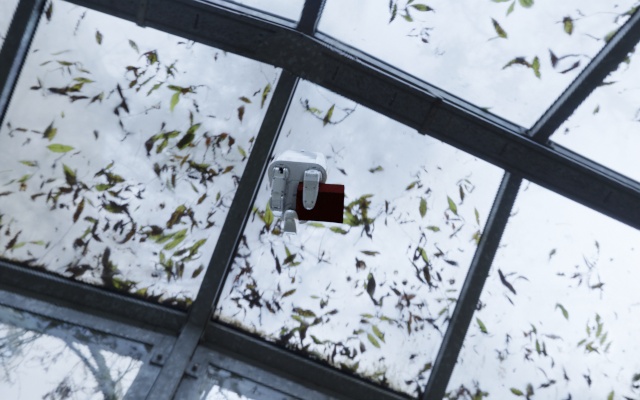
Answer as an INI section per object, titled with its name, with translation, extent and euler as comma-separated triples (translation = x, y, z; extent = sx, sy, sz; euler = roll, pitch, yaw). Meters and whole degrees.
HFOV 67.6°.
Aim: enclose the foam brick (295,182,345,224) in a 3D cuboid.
[foam brick]
translation = 0.000, 0.003, 0.767
extent = 0.078, 0.053, 0.051
euler = 5, 18, 2
